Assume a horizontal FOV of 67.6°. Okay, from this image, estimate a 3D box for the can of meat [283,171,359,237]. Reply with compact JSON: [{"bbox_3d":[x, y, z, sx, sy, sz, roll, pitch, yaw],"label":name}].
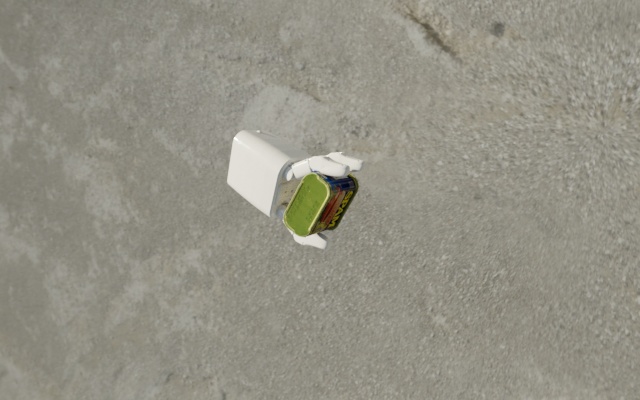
[{"bbox_3d":[0.000,0.003,0.715,0.057,0.102,0.084,38,24,21],"label":"can of meat"}]
